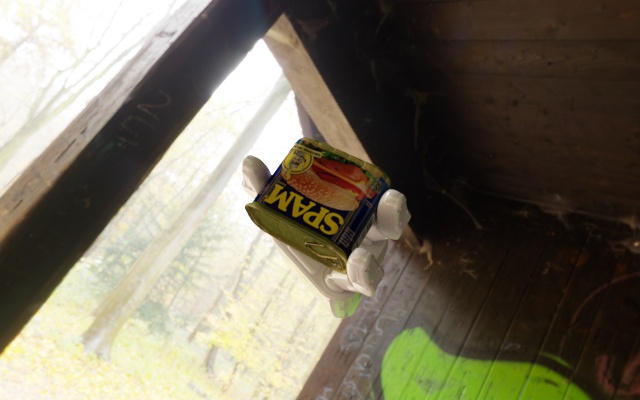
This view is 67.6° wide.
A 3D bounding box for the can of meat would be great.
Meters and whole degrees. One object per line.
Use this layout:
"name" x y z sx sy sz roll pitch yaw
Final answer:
"can of meat" 0.000 0.001 0.418 0.102 0.084 0.057 27 -21 19
